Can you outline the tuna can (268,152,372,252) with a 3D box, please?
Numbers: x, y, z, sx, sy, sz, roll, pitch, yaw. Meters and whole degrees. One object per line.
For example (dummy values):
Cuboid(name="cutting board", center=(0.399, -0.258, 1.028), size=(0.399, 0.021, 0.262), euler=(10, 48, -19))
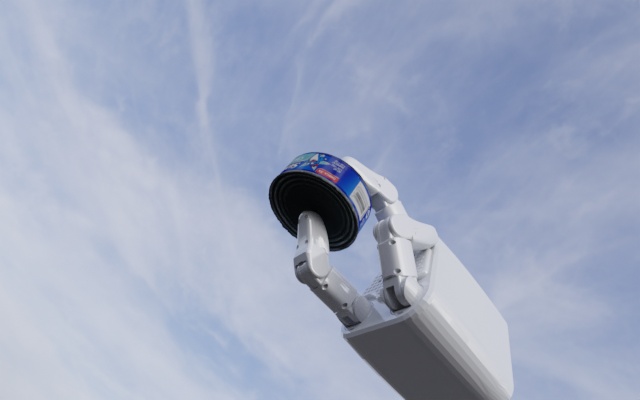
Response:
Cuboid(name="tuna can", center=(0.000, 0.001, 0.412), size=(0.086, 0.086, 0.033), euler=(0, 37, 35))
